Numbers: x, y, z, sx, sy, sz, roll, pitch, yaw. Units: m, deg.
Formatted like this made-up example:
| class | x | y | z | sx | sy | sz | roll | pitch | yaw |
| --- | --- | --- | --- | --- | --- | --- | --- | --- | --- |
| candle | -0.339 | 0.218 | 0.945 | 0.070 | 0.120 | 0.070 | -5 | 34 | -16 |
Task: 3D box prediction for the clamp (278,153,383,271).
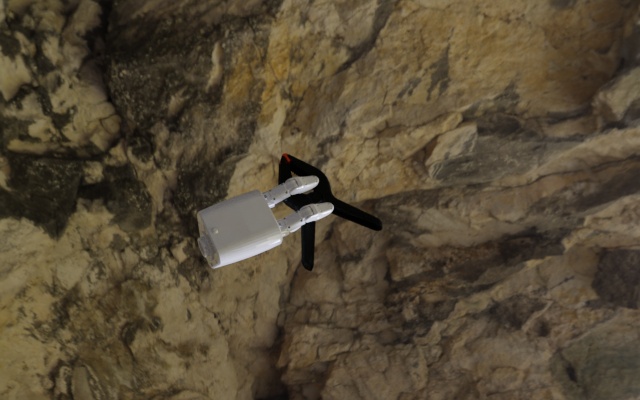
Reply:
| class | x | y | z | sx | sy | sz | roll | pitch | yaw |
| --- | --- | --- | --- | --- | --- | --- | --- | --- | --- |
| clamp | -0.001 | 0.003 | 0.821 | 0.164 | 0.210 | 0.036 | -19 | -23 | -27 |
